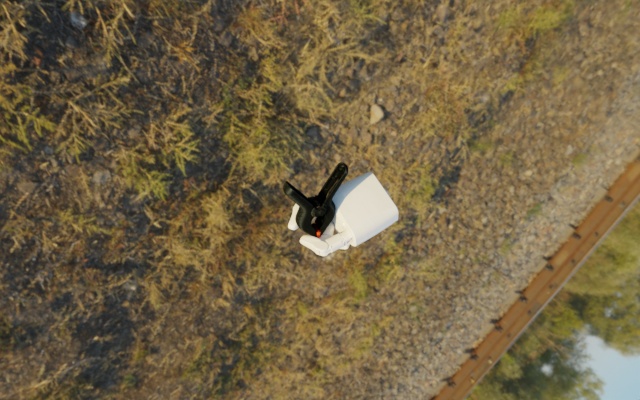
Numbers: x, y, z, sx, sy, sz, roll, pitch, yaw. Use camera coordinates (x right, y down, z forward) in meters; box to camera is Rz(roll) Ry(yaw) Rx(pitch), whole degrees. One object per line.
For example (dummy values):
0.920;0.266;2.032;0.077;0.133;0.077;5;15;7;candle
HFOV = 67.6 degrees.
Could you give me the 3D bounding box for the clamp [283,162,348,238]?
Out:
0.000;0.003;0.863;0.120;0.039;0.172;-21;-35;-8;clamp
